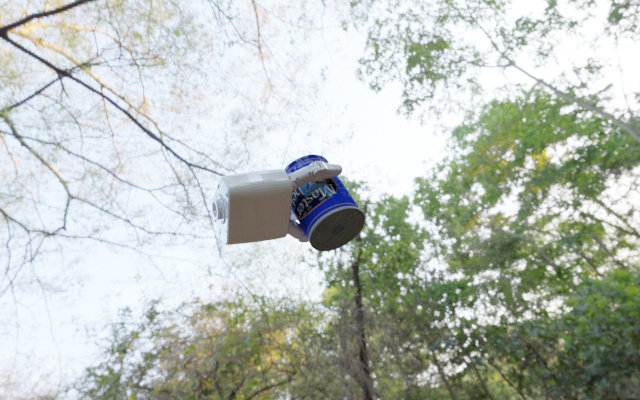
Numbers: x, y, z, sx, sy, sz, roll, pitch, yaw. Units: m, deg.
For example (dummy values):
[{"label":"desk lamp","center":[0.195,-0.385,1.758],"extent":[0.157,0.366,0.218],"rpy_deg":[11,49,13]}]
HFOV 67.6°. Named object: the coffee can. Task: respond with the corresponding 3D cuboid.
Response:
[{"label":"coffee can","center":[0.000,0.003,0.831],"extent":[0.103,0.103,0.140],"rpy_deg":[0,43,-35]}]
